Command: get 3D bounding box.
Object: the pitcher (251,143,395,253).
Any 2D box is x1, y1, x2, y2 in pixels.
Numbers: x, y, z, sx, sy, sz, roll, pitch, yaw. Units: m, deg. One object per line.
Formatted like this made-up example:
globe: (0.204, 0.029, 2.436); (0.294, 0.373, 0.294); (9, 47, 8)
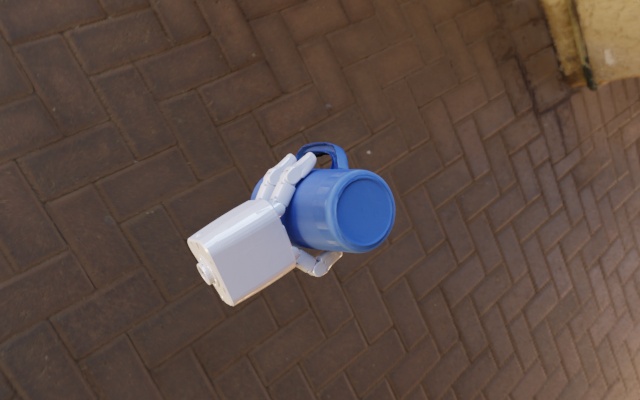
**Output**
pitcher: (0.000, 0.002, 0.709); (0.145, 0.149, 0.243); (-32, 15, -25)
